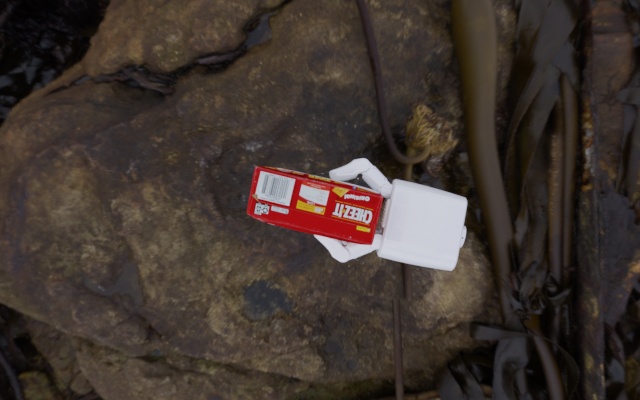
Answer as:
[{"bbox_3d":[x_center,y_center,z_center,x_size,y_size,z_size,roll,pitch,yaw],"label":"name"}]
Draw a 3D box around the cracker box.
[{"bbox_3d":[0.000,0.002,0.686,0.164,0.072,0.213,13,4,4],"label":"cracker box"}]
